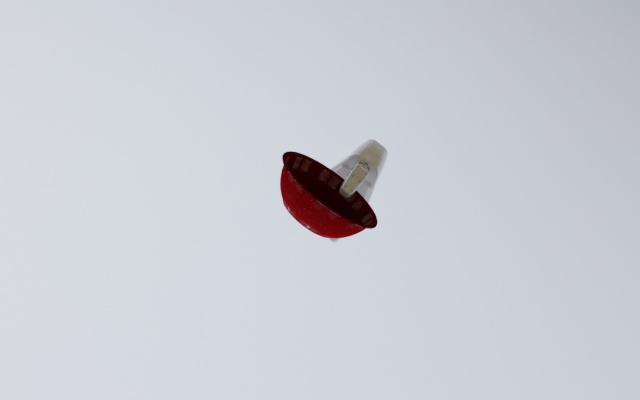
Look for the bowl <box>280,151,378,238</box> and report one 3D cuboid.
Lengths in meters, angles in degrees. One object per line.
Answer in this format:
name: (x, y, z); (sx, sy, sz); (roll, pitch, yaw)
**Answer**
bowl: (-0.001, 0.003, 0.663); (0.162, 0.055, 0.162); (34, 18, -13)
